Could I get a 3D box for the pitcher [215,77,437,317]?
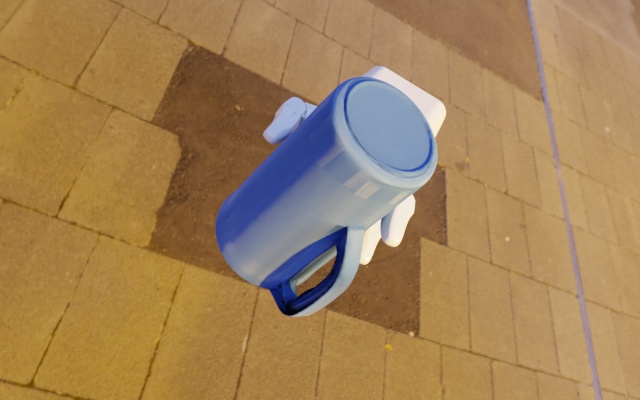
[{"bbox_3d":[0.000,0.001,0.471,0.243,0.149,0.145,-41,7,49],"label":"pitcher"}]
